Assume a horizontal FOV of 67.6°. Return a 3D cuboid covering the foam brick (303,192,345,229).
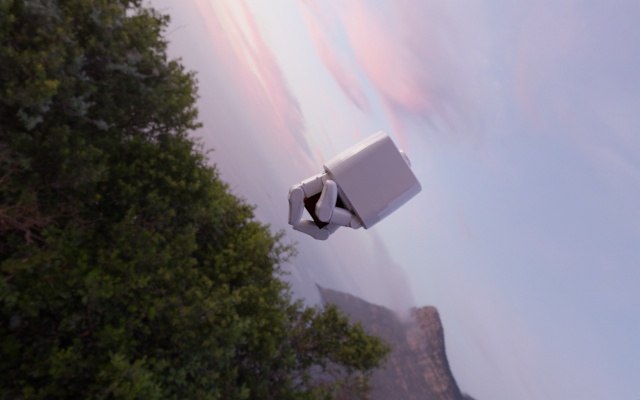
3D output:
[{"bbox_3d":[0.000,0.002,0.755,0.051,0.053,0.078,-34,18,-2],"label":"foam brick"}]
